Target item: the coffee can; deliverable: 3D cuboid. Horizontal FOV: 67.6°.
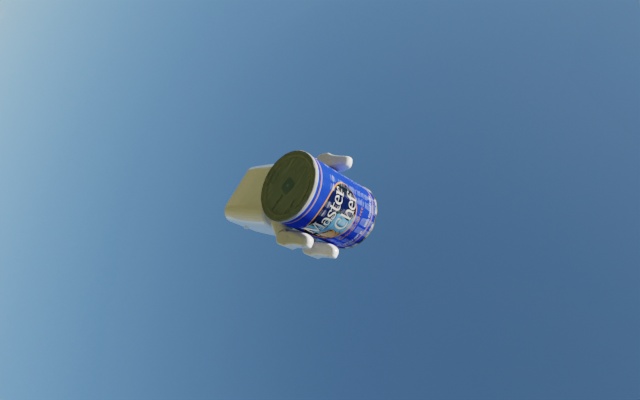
[{"bbox_3d":[0.000,0.002,0.687,0.103,0.102,0.140,0,-19,43],"label":"coffee can"}]
